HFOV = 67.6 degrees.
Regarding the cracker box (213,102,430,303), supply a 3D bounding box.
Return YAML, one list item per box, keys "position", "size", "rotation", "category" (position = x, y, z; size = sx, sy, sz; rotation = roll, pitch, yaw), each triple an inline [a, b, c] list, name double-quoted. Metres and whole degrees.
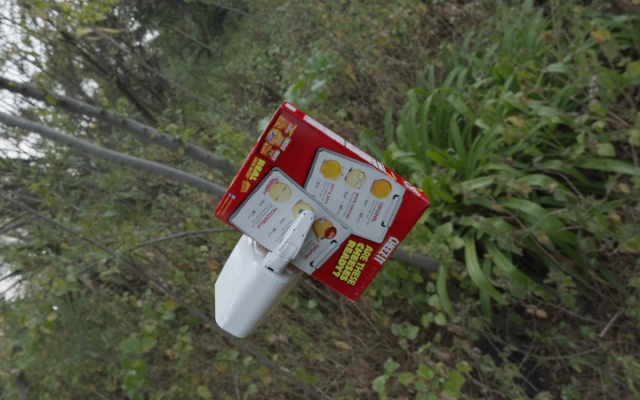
- position: [0.000, 0.002, 0.605]
  size: [0.214, 0.164, 0.072]
  rotation: [32, 17, -8]
  category: "cracker box"
